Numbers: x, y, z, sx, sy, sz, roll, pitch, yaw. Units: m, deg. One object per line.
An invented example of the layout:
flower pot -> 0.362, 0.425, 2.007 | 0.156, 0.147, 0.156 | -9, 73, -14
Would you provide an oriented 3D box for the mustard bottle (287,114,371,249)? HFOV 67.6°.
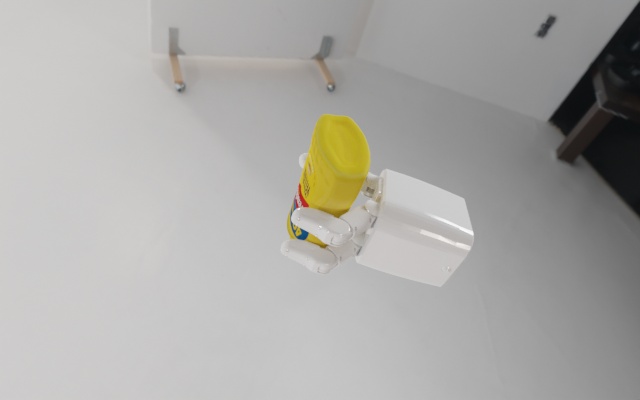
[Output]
mustard bottle -> 0.000, 0.002, 0.549 | 0.058, 0.096, 0.192 | 1, -40, -17
